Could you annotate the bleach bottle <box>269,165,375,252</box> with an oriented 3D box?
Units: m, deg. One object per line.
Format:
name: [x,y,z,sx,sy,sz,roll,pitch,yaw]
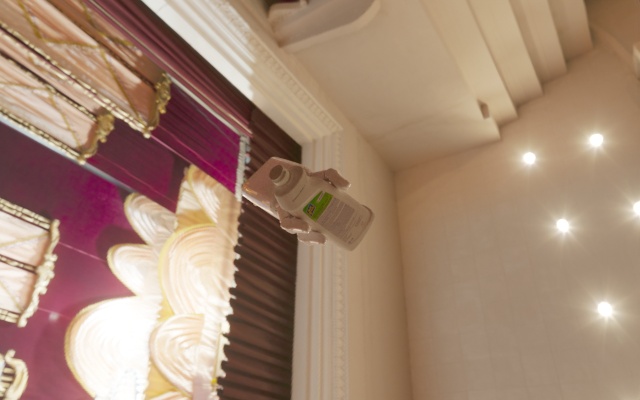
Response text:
bleach bottle: [0.000,0.003,0.868,0.068,0.102,0.251,25,-10,44]
